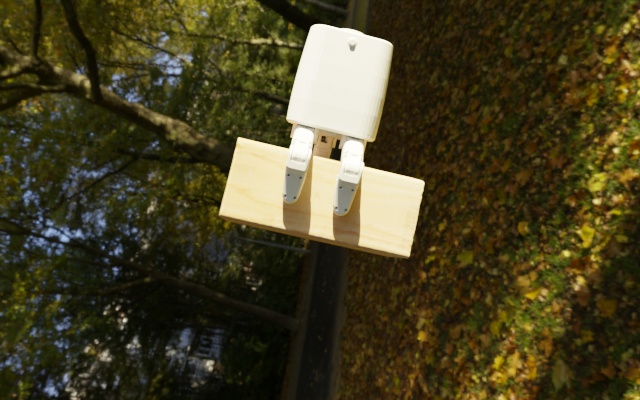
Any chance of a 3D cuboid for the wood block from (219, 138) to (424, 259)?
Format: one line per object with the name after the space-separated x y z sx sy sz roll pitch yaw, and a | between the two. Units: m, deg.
0.000 0.001 0.550 0.206 0.090 0.091 13 -5 -4 | wood block
